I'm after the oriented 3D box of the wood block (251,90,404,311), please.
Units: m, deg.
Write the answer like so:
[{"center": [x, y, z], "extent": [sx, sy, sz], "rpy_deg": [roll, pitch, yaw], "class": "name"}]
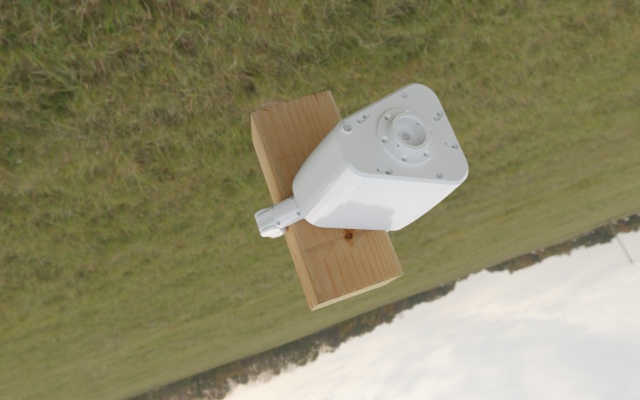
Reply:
[{"center": [0.000, 0.002, 0.511], "extent": [0.091, 0.206, 0.090], "rpy_deg": [-17, -14, -11], "class": "wood block"}]
